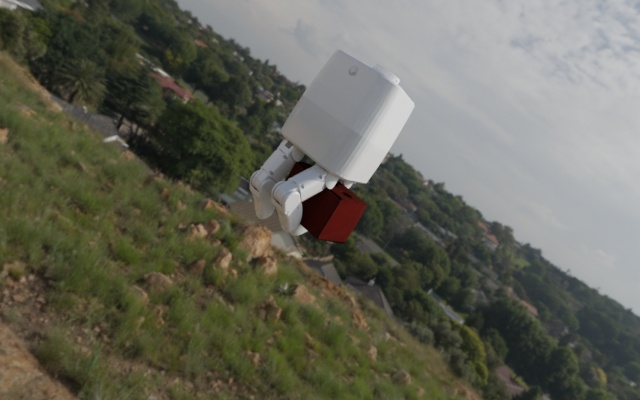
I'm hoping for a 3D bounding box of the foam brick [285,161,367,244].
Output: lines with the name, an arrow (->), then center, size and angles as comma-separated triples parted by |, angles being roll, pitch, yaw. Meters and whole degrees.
foam brick -> 0.000, 0.002, 0.514 | 0.078, 0.051, 0.053 | 41, 15, 33
